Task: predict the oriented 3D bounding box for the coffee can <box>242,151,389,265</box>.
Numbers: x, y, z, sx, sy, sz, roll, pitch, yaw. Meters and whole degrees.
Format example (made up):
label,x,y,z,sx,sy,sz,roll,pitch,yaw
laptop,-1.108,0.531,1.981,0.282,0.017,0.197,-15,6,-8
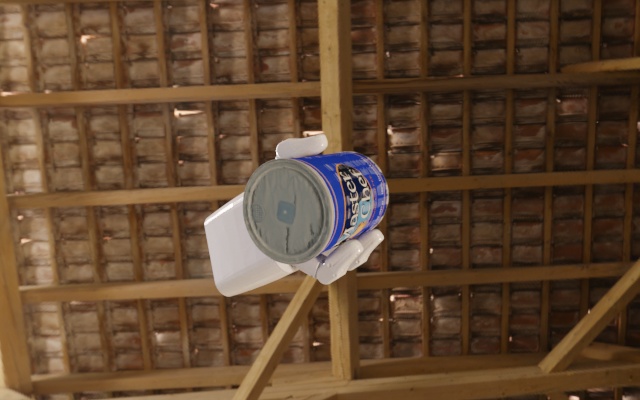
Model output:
label,x,y,z,sx,sy,sz,roll,pitch,yaw
coffee can,0.000,0.002,0.513,0.103,0.103,0.140,0,8,30
